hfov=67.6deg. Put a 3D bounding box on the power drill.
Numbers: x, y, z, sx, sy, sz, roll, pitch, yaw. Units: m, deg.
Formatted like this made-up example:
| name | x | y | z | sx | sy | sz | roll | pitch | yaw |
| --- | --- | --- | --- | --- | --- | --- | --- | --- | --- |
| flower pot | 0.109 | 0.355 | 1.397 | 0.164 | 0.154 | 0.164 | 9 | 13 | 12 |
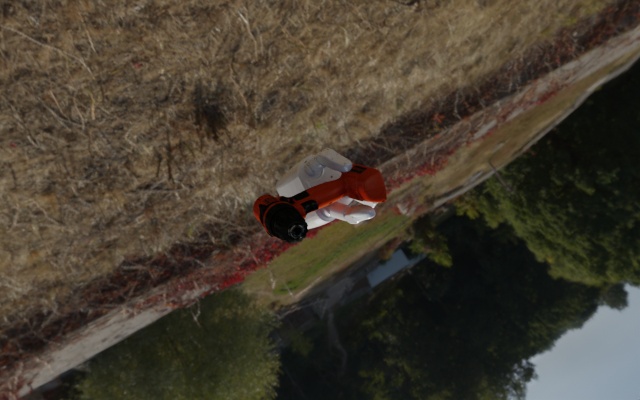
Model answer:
| name | x | y | z | sx | sy | sz | roll | pitch | yaw |
| --- | --- | --- | --- | --- | --- | --- | --- | --- | --- |
| power drill | 0.000 | 0.002 | 0.715 | 0.187 | 0.057 | 0.184 | -19 | 17 | -16 |
